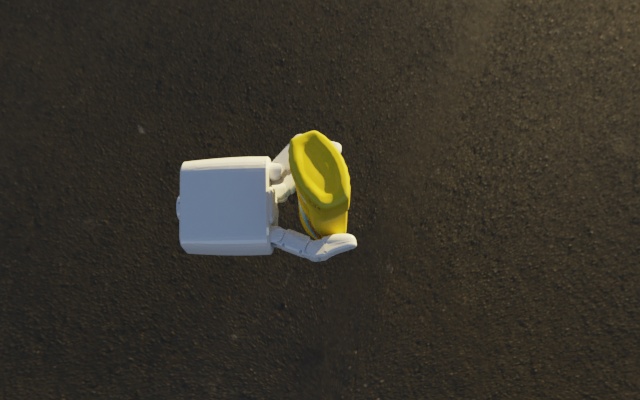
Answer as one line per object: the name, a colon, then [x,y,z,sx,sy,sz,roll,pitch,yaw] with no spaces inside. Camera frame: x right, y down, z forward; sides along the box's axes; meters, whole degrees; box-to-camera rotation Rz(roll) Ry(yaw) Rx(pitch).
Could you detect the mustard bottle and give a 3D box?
mustard bottle: [0.000,0.002,0.591,0.058,0.096,0.192,-24,-22,-9]
